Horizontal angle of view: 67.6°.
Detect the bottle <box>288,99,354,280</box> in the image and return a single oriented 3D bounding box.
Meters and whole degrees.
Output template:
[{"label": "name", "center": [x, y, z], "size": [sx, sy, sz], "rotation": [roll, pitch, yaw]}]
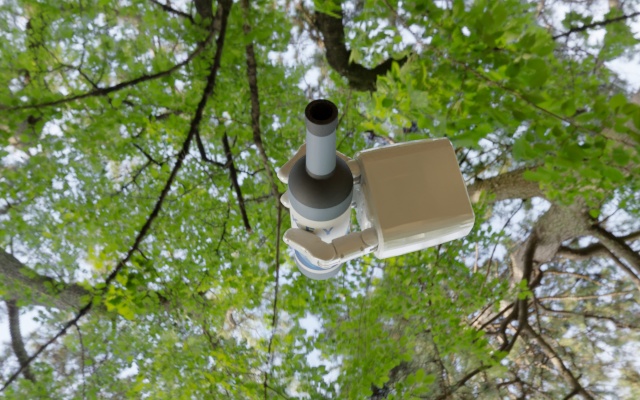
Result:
[{"label": "bottle", "center": [0.000, 0.002, 0.510], "size": [0.069, 0.069, 0.296], "rotation": [0, -30, 0]}]
